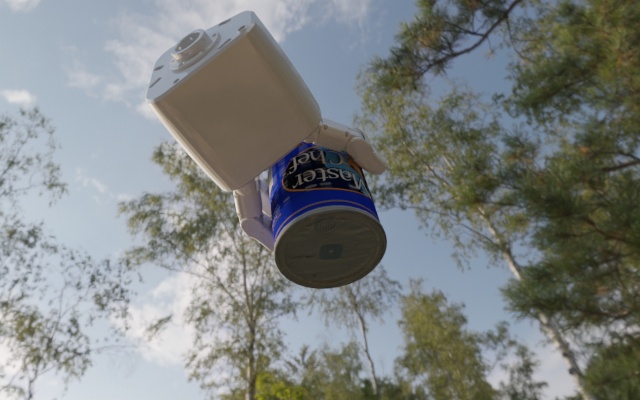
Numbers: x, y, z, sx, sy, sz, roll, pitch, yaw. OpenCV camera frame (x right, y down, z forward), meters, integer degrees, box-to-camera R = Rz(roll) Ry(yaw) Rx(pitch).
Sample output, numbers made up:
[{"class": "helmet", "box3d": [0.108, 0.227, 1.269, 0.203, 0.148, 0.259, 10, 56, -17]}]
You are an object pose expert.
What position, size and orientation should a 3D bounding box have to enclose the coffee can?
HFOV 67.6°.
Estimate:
[{"class": "coffee can", "box3d": [0.000, 0.002, 0.479, 0.103, 0.103, 0.140, 0, 41, -11]}]
